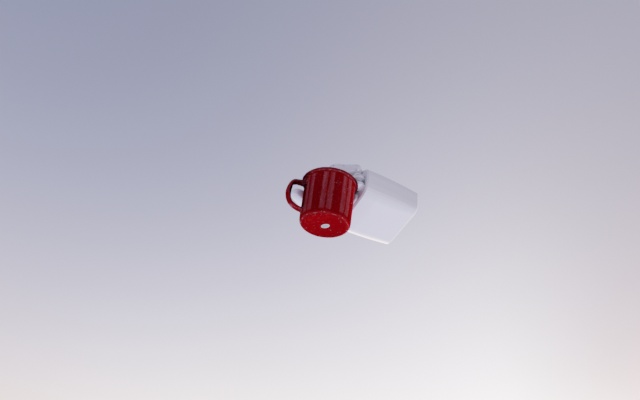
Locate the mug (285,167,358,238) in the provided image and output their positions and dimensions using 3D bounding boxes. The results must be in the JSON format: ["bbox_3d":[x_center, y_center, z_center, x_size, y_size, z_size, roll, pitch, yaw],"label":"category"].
[{"bbox_3d":[-0.001,0.002,0.759,0.117,0.081,0.093,20,-36,-16],"label":"mug"}]
